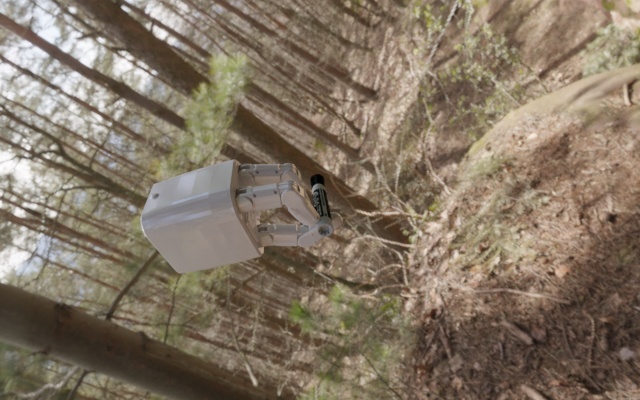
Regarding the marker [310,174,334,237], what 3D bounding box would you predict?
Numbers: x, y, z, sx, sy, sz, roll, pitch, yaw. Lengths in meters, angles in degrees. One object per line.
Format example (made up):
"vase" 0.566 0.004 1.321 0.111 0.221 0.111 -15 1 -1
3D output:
"marker" 0.000 0.002 0.580 0.020 0.020 0.121 0 32 -6
